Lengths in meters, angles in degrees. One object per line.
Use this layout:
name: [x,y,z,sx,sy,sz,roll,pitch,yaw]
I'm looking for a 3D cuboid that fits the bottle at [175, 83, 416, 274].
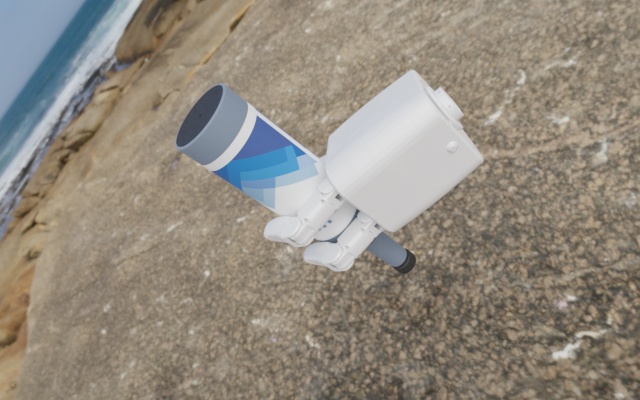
bottle: [0.000,0.001,0.474,0.296,0.069,0.069,36,-21,-33]
